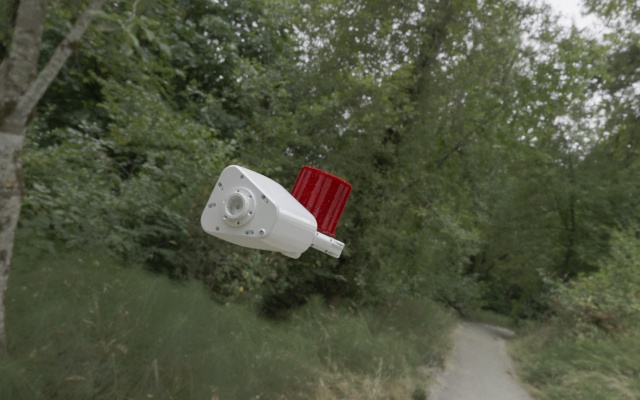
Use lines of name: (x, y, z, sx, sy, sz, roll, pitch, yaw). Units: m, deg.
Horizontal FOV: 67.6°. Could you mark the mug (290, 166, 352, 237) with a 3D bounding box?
mug: (0.001, 0.002, 0.725, 0.093, 0.081, 0.117, 22, -3, 25)
